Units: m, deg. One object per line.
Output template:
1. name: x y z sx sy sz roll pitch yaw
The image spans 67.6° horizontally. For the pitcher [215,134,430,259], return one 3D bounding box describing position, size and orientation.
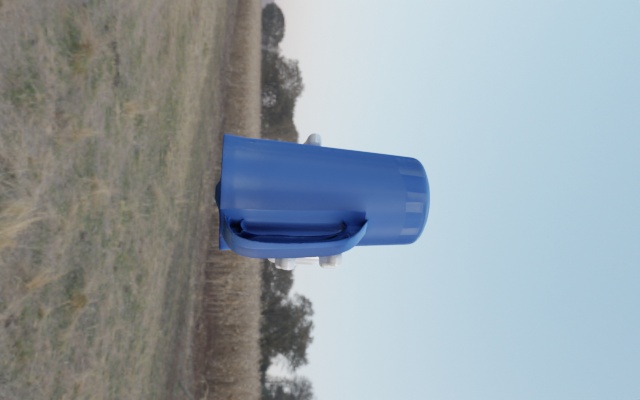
1. pitcher: 0.000 0.002 0.560 0.243 0.149 0.145 3 -14 -10
